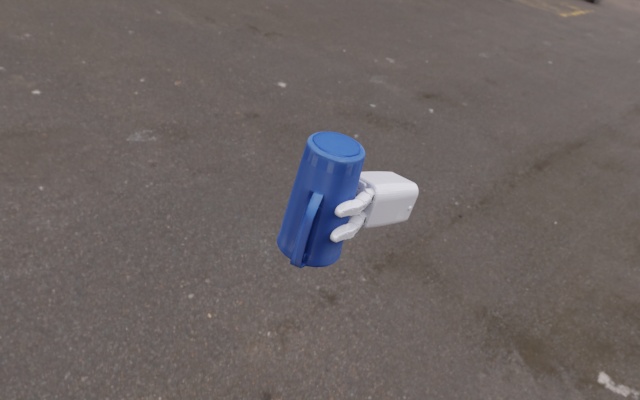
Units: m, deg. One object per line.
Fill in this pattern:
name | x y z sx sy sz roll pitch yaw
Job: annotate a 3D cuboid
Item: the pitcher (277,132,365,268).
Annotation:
pitcher | 0.000 0.003 0.899 0.145 0.243 0.149 -5 38 -29
